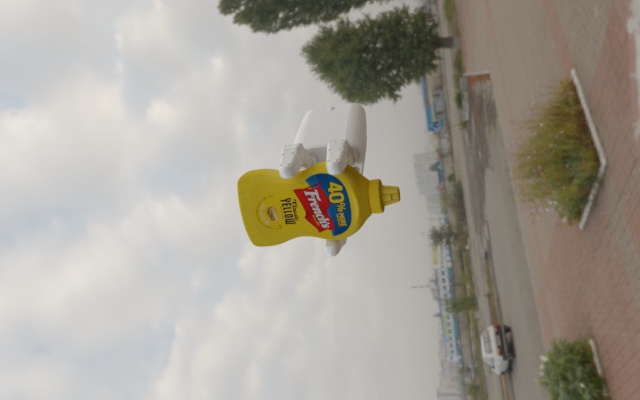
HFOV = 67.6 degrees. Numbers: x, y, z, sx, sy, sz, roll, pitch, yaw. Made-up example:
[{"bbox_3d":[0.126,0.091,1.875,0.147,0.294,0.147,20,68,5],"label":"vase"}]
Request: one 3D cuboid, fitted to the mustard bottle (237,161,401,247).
[{"bbox_3d":[0.000,0.002,0.579,0.191,0.096,0.058,-6,17,15],"label":"mustard bottle"}]
